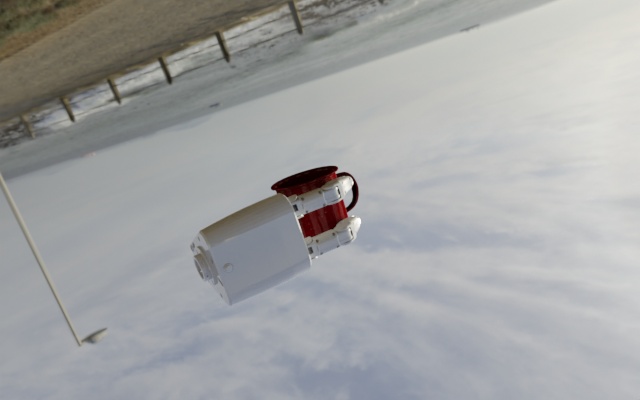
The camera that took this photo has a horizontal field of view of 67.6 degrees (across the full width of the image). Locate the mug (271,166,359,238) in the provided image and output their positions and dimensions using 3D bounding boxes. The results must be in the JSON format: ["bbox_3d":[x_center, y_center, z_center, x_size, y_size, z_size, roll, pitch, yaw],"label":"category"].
[{"bbox_3d":[0.001,0.002,0.642,0.117,0.081,0.093,-23,14,-24],"label":"mug"}]
